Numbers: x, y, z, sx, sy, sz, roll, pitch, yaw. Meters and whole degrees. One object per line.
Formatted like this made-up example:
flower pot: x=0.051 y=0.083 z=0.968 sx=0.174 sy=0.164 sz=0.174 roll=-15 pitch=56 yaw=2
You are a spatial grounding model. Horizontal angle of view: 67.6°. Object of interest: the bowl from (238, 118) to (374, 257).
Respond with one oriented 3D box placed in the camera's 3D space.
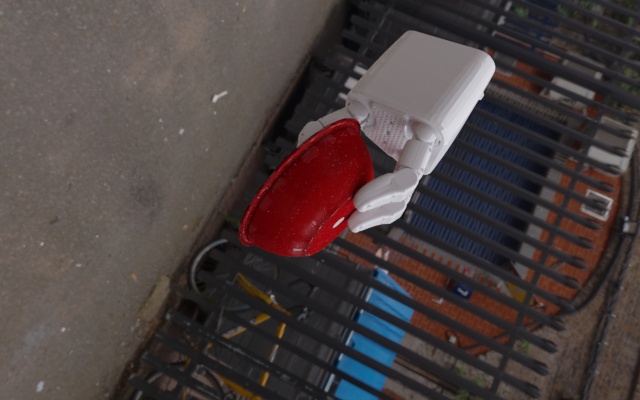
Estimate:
bowl: x=-0.001 y=0.003 z=0.456 sx=0.055 sy=0.162 sz=0.162 roll=44 pitch=13 yaw=14
